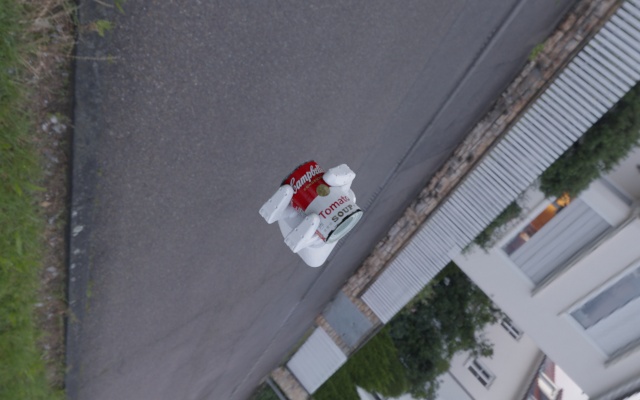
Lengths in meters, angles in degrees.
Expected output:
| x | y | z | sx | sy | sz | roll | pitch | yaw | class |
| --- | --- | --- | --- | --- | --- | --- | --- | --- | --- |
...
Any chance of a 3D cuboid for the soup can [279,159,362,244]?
| x | y | z | sx | sy | sz | roll | pitch | yaw | class |
| --- | --- | --- | --- | --- | --- | --- | --- | --- | --- |
| 0.000 | 0.002 | 0.660 | 0.068 | 0.102 | 0.068 | -38 | -17 | -14 | soup can |
